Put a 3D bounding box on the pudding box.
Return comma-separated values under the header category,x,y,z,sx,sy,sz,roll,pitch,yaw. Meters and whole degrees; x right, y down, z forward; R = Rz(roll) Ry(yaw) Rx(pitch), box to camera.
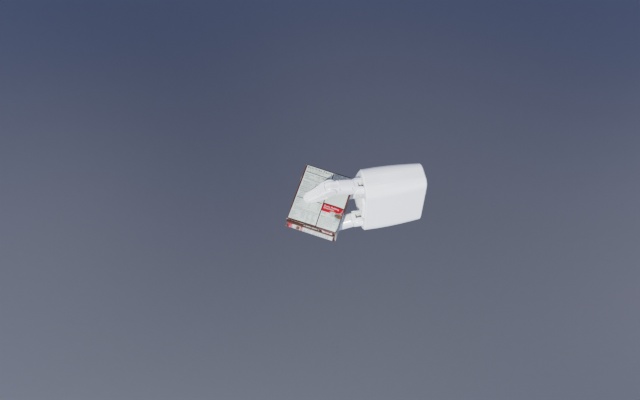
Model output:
category,x,y,z,sx,sy,sz,roll,pitch,yaw
pudding box,0.000,0.003,0.818,0.090,0.113,0.039,17,-26,5
